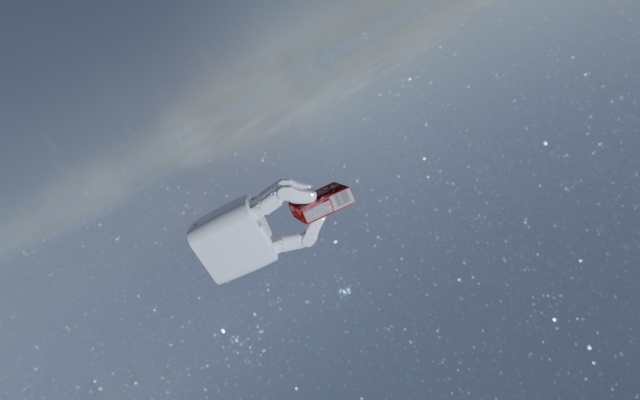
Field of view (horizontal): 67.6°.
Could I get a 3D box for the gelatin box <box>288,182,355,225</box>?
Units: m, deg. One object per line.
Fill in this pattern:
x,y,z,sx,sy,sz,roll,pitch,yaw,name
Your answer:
0.001,0.003,0.758,0.089,0.030,0.073,-24,15,-13,gelatin box
